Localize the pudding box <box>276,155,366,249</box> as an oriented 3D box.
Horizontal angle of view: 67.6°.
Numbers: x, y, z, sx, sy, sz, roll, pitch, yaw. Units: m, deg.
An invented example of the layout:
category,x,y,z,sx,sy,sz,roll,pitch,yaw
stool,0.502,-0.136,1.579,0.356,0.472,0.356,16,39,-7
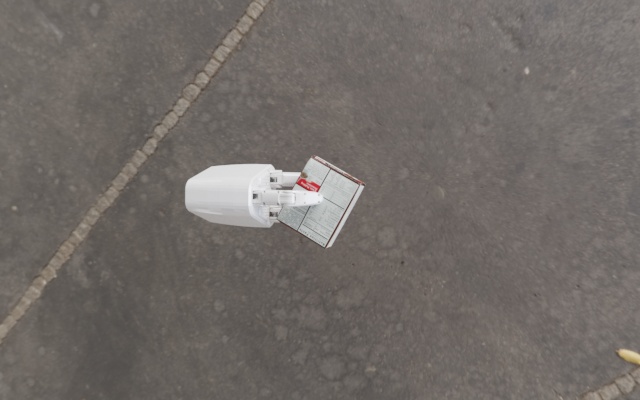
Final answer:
category,x,y,z,sx,sy,sz,roll,pitch,yaw
pudding box,0.000,0.002,0.709,0.090,0.113,0.039,31,10,11
